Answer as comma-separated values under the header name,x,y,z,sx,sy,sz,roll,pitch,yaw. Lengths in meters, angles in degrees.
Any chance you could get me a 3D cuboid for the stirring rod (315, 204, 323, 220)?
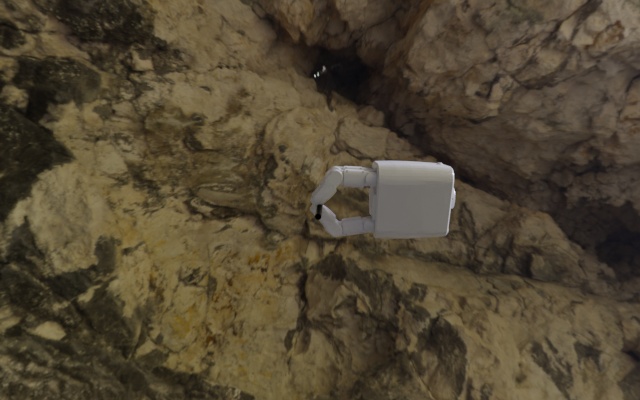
name,x,y,z,sx,sy,sz,roll,pitch,yaw
stirring rod,0.000,0.002,0.710,0.011,0.011,0.239,0,9,1
